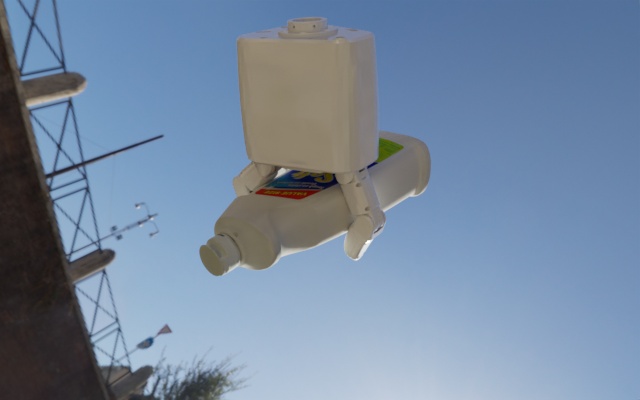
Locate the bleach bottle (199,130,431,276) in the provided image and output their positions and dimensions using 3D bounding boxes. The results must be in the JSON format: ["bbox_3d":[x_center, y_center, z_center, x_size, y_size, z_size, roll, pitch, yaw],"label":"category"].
[{"bbox_3d":[0.000,0.001,0.453,0.102,0.068,0.250,19,35,36],"label":"bleach bottle"}]
